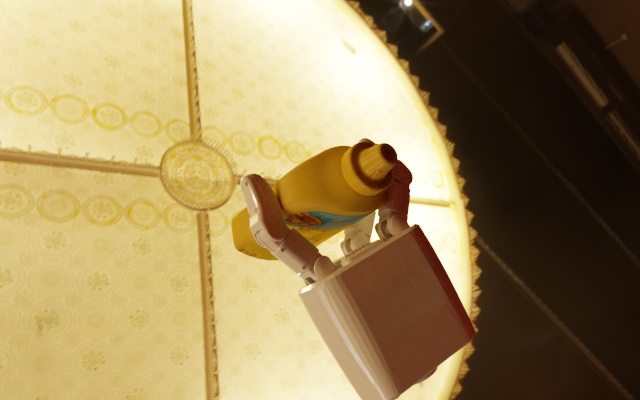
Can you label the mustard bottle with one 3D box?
[{"bbox_3d":[0.000,0.001,0.416,0.096,0.058,0.192,3,-22,-33],"label":"mustard bottle"}]
